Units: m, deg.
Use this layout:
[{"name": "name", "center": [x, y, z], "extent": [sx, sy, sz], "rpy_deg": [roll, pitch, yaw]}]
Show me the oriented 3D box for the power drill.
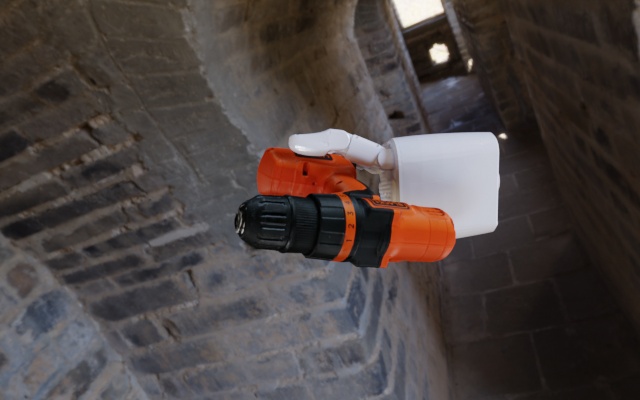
[{"name": "power drill", "center": [0.000, 0.001, 0.433], "extent": [0.184, 0.057, 0.187], "rpy_deg": [8, 17, -24]}]
